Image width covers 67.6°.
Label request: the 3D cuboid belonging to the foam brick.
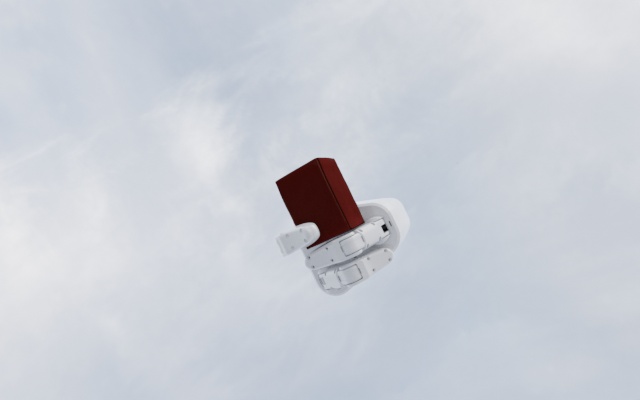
[{"bbox_3d":[0.000,0.001,0.484,0.053,0.078,0.051,-26,-3,22],"label":"foam brick"}]
